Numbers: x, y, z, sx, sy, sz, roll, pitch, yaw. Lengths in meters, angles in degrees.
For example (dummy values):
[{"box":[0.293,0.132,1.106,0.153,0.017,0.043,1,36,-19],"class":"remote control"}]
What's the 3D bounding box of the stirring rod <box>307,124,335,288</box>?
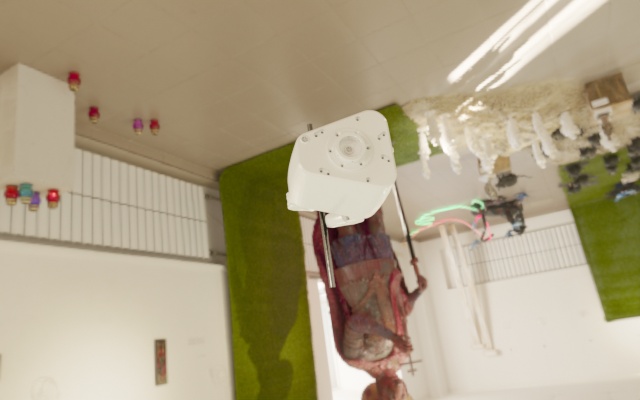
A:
[{"box":[0.000,0.002,0.671,0.011,0.239,0.011,-7,-17,-2],"class":"stirring rod"}]
